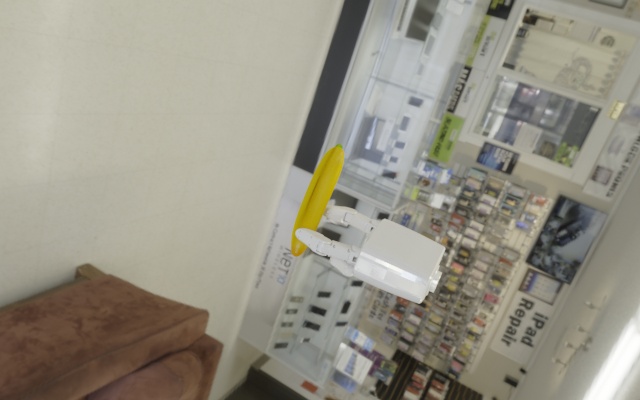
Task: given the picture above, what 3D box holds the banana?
[{"bbox_3d":[-0.002,-0.005,0.743,0.037,0.198,0.070,22,-8,14],"label":"banana"}]
